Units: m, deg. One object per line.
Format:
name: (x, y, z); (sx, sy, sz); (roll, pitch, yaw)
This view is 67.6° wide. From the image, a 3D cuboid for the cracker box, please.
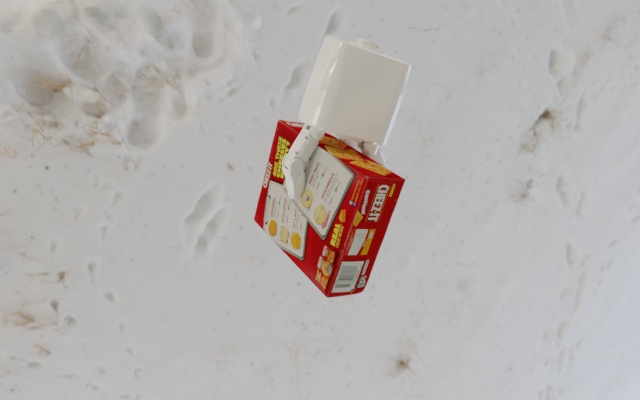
cracker box: (0.000, 0.002, 0.648); (0.072, 0.164, 0.213); (2, 24, -36)
